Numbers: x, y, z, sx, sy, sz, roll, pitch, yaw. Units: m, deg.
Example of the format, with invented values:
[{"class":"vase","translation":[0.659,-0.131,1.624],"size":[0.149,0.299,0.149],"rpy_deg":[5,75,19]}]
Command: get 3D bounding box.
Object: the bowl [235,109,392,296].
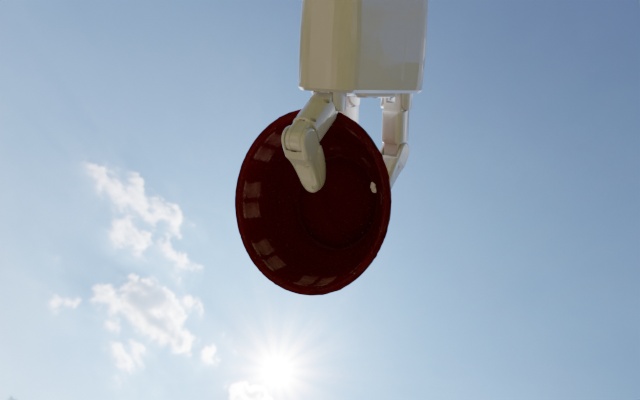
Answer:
[{"class":"bowl","translation":[0.000,0.003,0.432],"size":[0.162,0.162,0.055],"rpy_deg":[0,-1,33]}]
